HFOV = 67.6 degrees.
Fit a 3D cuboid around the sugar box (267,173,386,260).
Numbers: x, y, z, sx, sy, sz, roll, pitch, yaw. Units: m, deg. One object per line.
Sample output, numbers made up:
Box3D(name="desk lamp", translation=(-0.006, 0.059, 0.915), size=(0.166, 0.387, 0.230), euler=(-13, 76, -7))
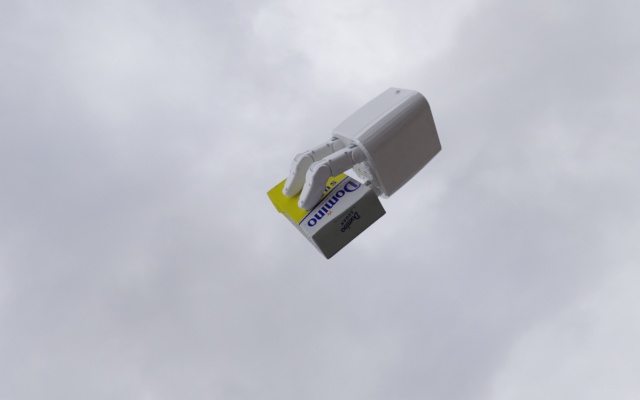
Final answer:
Box3D(name="sugar box", translation=(0.000, 0.002, 0.622), size=(0.093, 0.048, 0.176), euler=(-38, 26, -9))
